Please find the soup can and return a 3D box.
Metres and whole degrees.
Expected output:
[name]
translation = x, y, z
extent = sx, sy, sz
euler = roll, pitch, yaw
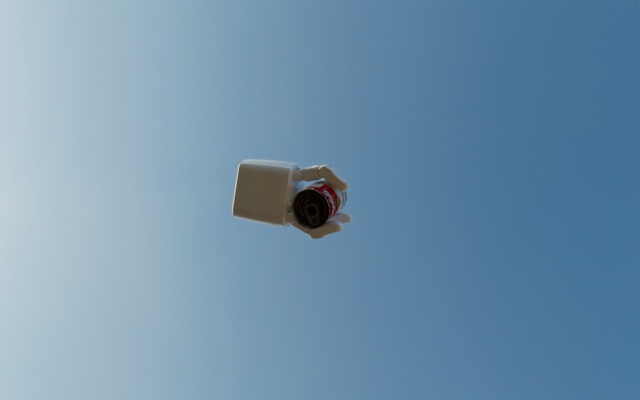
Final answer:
[soup can]
translation = 0.001, 0.003, 0.823
extent = 0.068, 0.068, 0.102
euler = 0, 14, 21
